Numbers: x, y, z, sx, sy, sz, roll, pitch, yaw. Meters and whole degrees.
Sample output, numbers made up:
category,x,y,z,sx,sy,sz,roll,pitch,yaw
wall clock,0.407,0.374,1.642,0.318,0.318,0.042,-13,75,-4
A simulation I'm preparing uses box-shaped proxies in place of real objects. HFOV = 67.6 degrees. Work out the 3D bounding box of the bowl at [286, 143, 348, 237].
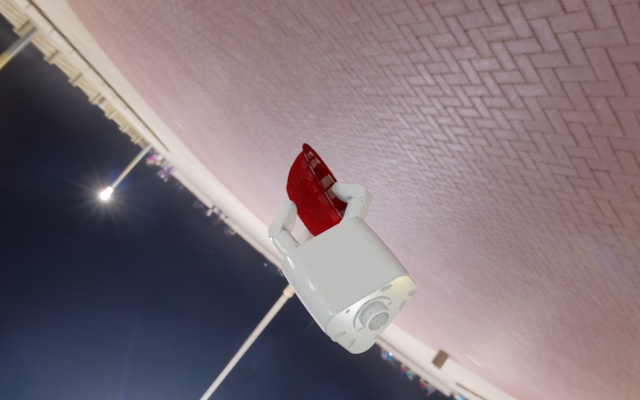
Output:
category,x,y,z,sx,sy,sz,roll,pitch,yaw
bowl,0.000,0.002,0.662,0.055,0.162,0.162,-32,-6,10
